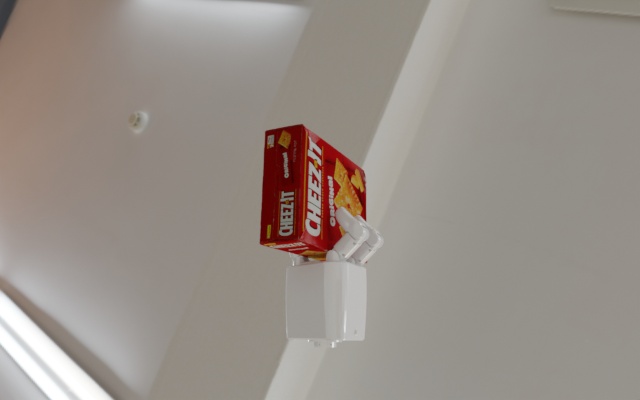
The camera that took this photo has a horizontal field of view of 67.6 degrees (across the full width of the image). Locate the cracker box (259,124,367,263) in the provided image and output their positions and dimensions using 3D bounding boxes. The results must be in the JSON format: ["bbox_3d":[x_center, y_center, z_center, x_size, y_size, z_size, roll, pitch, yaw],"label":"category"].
[{"bbox_3d":[0.000,0.002,0.718,0.072,0.164,0.214,-8,-18,27],"label":"cracker box"}]
